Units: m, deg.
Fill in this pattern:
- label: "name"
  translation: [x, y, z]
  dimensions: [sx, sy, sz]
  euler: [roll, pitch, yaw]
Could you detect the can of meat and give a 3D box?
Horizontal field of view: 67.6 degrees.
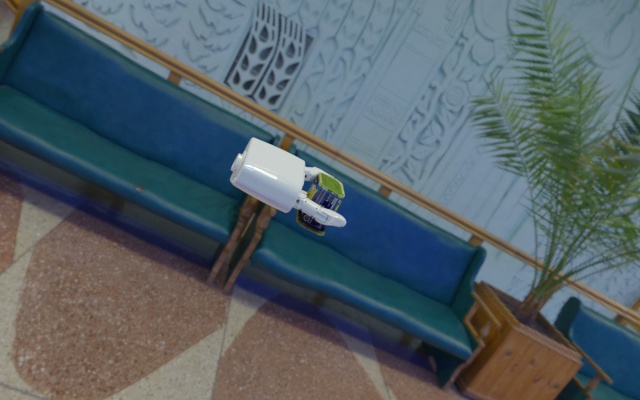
- label: "can of meat"
  translation: [0.000, 0.003, 0.873]
  dimensions: [0.057, 0.084, 0.102]
  euler: [27, 16, -11]
